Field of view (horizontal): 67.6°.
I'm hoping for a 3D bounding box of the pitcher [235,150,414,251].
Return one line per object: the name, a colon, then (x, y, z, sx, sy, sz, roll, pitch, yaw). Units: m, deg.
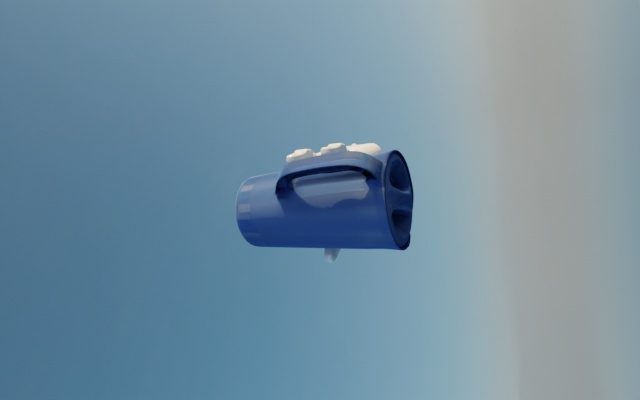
pitcher: (0.000, 0.002, 0.672, 0.243, 0.149, 0.145, -5, 14, 25)
